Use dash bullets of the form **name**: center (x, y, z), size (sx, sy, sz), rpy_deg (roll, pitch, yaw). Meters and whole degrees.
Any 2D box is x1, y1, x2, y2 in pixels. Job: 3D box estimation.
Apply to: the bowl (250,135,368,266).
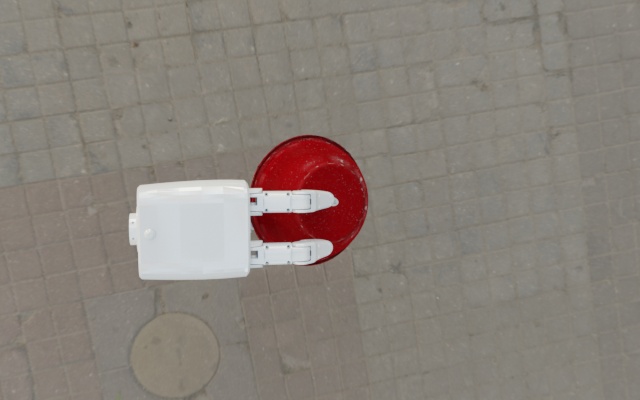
- **bowl**: center (0.001, 0.001, 0.566), size (0.162, 0.162, 0.055), rpy_deg (0, 3, -29)
